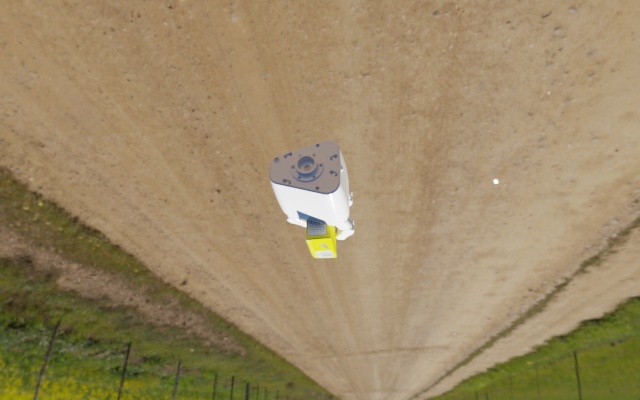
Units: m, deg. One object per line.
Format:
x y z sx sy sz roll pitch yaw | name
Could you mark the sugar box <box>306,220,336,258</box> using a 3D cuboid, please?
0.001 0.003 0.827 0.048 0.176 0.093 -3 -26 7 | sugar box
